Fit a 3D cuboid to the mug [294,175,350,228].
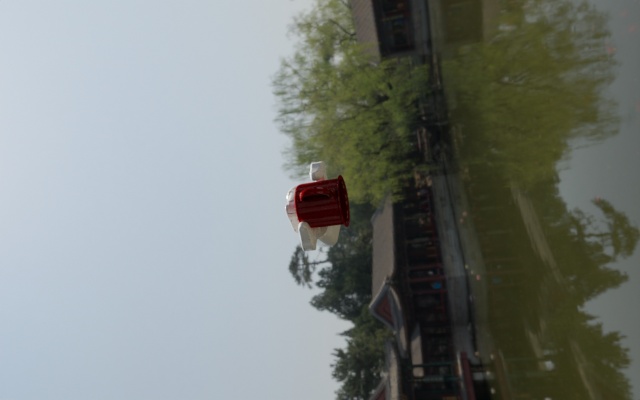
[{"bbox_3d":[0.000,0.002,0.836,0.081,0.093,0.117,-8,-17,13],"label":"mug"}]
